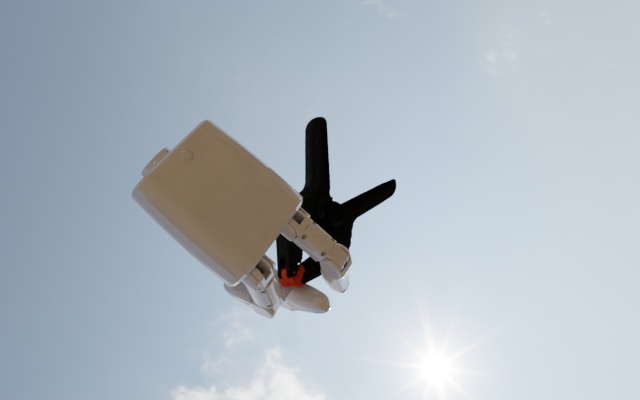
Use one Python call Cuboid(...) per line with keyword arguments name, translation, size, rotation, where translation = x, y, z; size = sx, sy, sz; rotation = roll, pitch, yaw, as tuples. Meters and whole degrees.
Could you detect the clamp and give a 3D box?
Cuboid(name="clamp", translation=(0.000, 0.002, 0.469), size=(0.120, 0.171, 0.039), rotation=(43, -33, -10))
